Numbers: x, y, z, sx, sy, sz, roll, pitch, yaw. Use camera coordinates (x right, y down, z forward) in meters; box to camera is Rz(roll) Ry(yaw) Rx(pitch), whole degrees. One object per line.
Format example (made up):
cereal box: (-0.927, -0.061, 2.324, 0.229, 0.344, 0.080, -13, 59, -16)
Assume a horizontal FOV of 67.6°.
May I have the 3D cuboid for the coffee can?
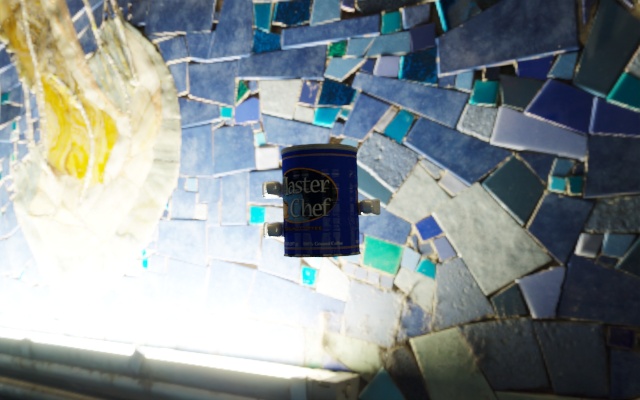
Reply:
coffee can: (0.000, 0.002, 0.631, 0.103, 0.140, 0.103, -2, -3, 0)
